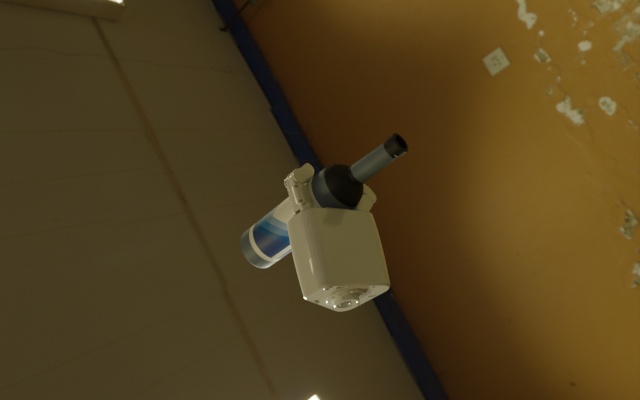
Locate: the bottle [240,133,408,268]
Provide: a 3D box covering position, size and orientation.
[{"bbox_3d":[0.000,0.002,0.661,0.296,0.069,0.069,-37,-23,34],"label":"bottle"}]
